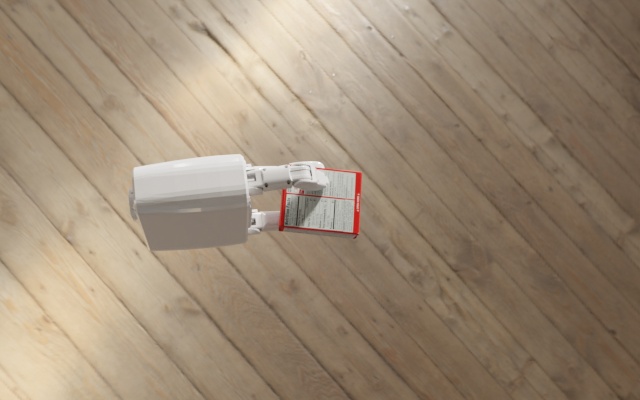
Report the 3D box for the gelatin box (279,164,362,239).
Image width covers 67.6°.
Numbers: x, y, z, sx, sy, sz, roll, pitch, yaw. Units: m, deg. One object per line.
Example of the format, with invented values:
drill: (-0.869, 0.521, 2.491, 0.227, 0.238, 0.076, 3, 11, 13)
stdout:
gelatin box: (0.000, 0.002, 0.535, 0.089, 0.073, 0.030, 5, -16, -6)
